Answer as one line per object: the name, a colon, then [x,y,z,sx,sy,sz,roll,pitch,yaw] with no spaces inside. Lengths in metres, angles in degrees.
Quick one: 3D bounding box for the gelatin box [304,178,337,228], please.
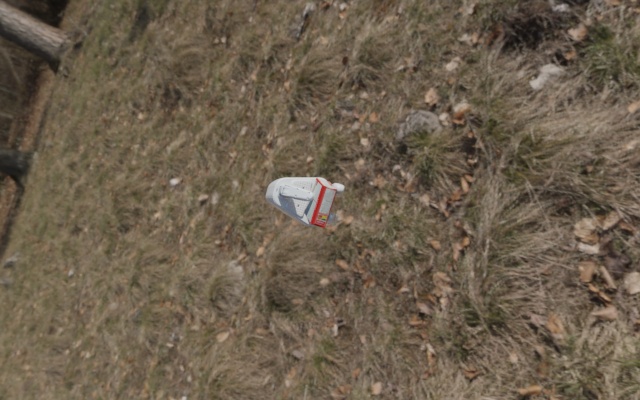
gelatin box: [0.000,0.003,0.868,0.030,0.073,0.089,16,8,-12]
